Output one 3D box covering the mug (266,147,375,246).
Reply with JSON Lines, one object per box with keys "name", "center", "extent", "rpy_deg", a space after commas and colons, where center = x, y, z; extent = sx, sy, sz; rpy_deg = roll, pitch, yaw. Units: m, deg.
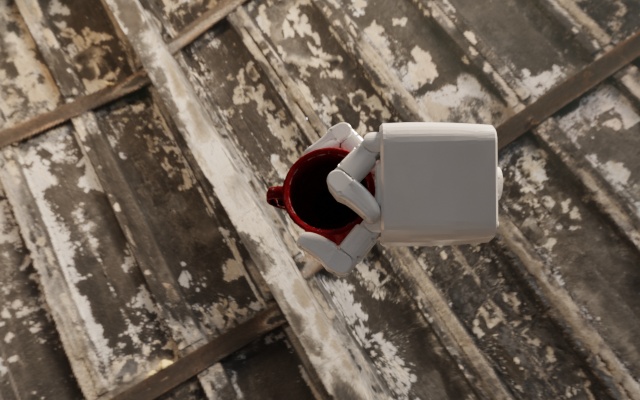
{"name": "mug", "center": [-0.001, 0.002, 0.514], "extent": [0.117, 0.093, 0.081], "rpy_deg": [1, -17, 7]}
